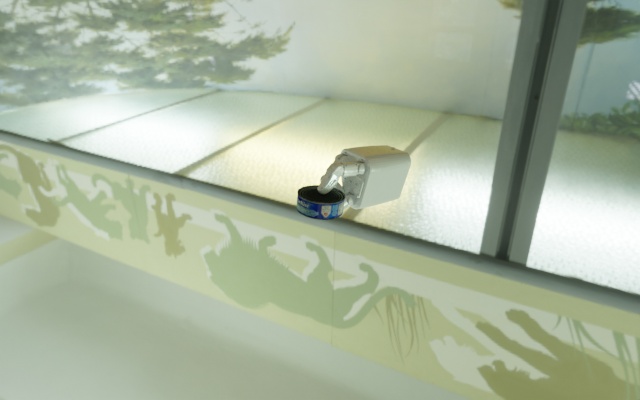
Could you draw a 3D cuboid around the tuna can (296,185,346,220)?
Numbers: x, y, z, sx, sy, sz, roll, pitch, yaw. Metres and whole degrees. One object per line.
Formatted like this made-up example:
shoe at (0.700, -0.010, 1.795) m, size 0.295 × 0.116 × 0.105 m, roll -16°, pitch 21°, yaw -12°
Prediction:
tuna can at (0.000, 0.003, 0.848) m, size 0.086 × 0.034 × 0.086 m, roll 5°, pitch 22°, yaw -2°
